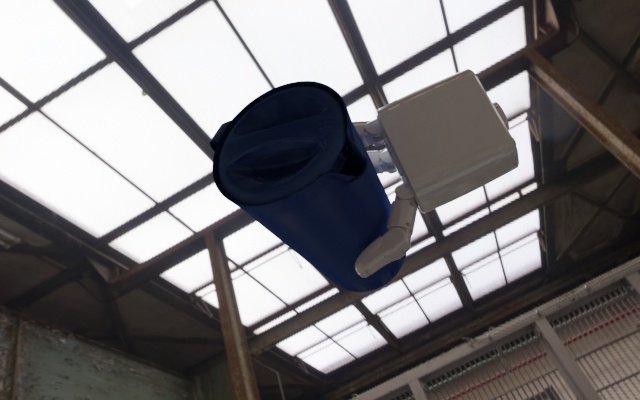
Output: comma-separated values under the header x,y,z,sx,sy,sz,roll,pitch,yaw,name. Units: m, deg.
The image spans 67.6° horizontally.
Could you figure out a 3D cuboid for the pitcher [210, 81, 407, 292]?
x,y,z,sx,sy,sz,roll,pitch,yaw,name
0.000,0.002,0.504,0.145,0.149,0.243,-26,-39,10,pitcher
